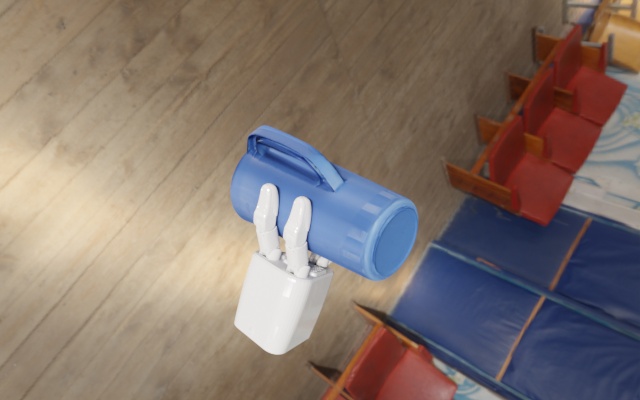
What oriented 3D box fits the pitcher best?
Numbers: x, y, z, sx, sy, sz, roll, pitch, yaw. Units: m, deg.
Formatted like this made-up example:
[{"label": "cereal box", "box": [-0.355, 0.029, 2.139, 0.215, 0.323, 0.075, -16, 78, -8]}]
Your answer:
[{"label": "pitcher", "box": [0.000, 0.002, 0.630, 0.242, 0.145, 0.149, 25, 10, 37]}]
